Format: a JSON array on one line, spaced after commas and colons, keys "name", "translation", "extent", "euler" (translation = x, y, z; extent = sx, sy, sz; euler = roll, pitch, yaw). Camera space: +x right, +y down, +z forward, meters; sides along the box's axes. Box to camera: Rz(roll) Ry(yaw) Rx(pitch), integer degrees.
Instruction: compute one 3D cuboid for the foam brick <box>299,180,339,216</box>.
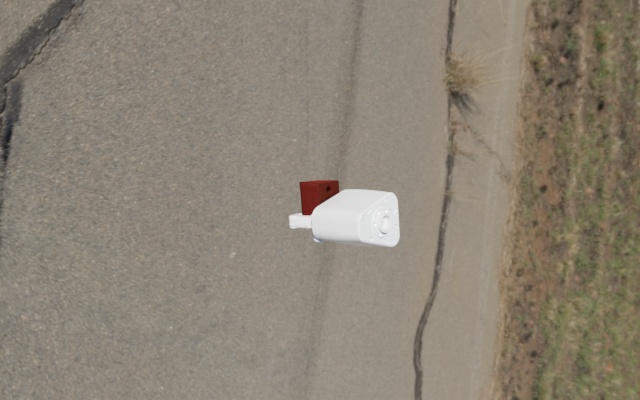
[{"name": "foam brick", "translation": [0.000, 0.003, 0.859], "extent": [0.053, 0.078, 0.051], "euler": [-10, 9, -43]}]
